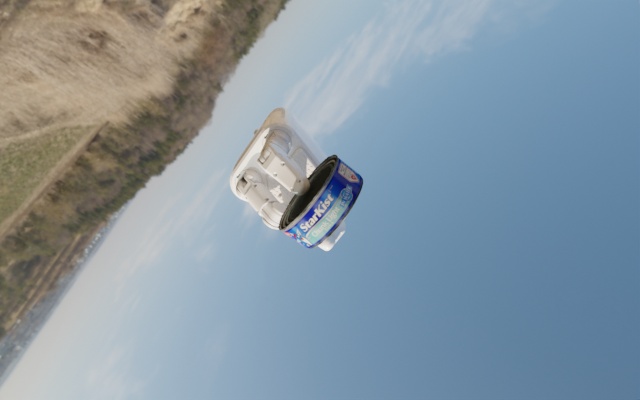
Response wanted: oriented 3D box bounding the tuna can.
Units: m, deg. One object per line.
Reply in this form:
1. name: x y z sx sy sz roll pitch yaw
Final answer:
1. tuna can: 0.001 0.002 0.439 0.034 0.086 0.086 37 -10 -13
